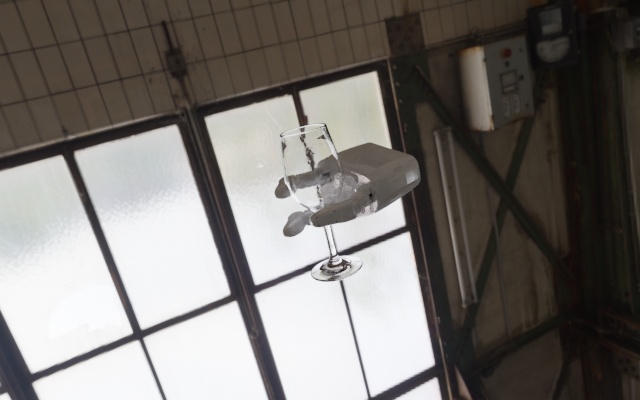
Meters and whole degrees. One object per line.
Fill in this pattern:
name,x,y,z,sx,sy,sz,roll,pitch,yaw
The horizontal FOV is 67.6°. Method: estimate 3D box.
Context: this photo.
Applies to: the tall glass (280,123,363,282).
tall glass,0.000,0.003,0.637,0.079,0.201,0.079,-13,16,4
